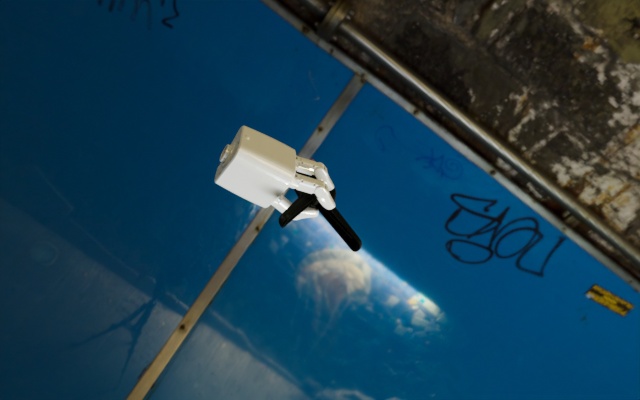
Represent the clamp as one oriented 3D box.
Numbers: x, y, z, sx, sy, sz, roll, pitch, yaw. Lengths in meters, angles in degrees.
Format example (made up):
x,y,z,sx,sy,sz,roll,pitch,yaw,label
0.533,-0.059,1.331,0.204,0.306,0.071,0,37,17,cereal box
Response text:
x,y,z,sx,sy,sz,roll,pitch,yaw,label
-0.001,0.003,0.889,0.164,0.036,0.209,26,34,-21,clamp
